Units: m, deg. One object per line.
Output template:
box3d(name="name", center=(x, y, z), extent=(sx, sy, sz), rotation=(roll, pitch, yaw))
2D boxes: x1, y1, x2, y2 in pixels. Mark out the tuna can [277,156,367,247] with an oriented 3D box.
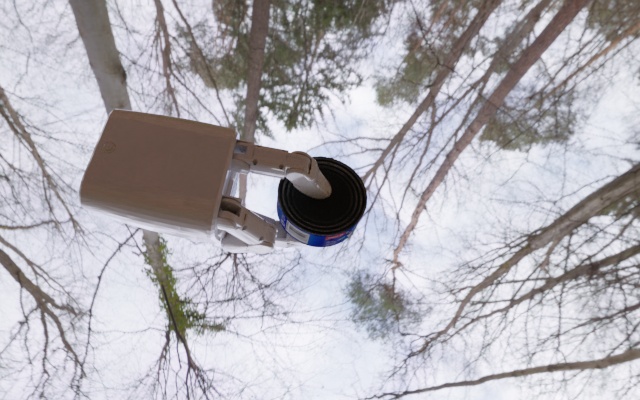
box3d(name="tuna can", center=(0.000, 0.002, 0.465), extent=(0.086, 0.086, 0.034), rotation=(0, -29, -9))
